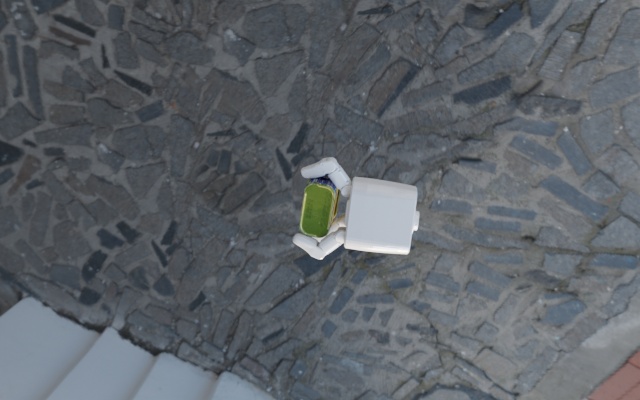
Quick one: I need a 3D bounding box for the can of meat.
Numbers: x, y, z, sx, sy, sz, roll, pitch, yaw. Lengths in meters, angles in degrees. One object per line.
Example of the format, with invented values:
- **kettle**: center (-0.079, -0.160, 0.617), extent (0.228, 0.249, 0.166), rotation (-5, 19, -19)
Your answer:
- **can of meat**: center (0.000, 0.003, 0.810), extent (0.057, 0.102, 0.084), rotation (11, 24, 4)
